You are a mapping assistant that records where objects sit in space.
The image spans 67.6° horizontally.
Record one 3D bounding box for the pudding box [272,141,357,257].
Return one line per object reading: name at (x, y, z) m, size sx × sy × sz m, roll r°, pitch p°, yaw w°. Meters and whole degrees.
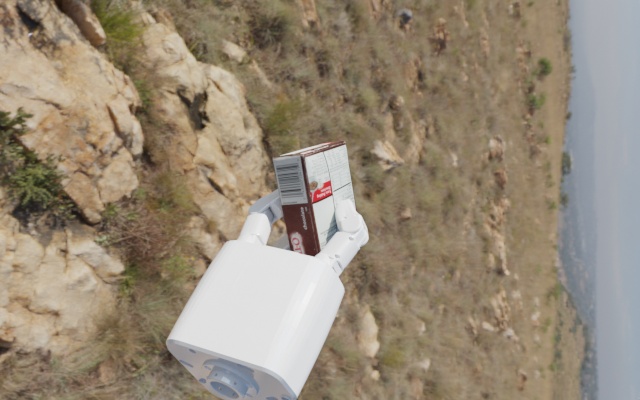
pudding box at (0.000, 0.002, 0.488) m, size 0.039 × 0.113 × 0.090 m, roll -2°, pitch 13°, yaw 31°
